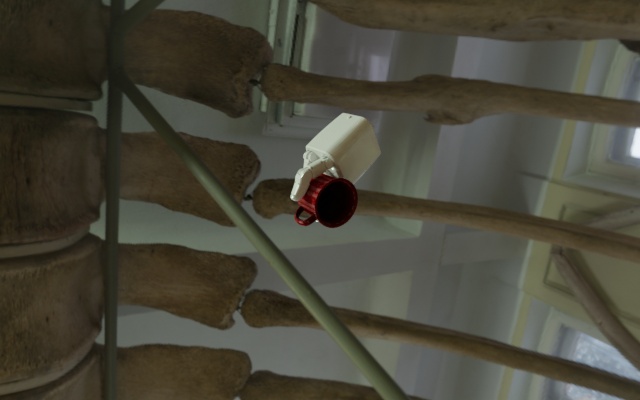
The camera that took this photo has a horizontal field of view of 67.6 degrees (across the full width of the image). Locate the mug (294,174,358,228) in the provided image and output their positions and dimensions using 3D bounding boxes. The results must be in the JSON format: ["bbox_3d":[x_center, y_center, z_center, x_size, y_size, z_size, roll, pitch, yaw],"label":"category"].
[{"bbox_3d":[-0.001,0.004,0.882,0.117,0.093,0.081,-44,34,-14],"label":"mug"}]
